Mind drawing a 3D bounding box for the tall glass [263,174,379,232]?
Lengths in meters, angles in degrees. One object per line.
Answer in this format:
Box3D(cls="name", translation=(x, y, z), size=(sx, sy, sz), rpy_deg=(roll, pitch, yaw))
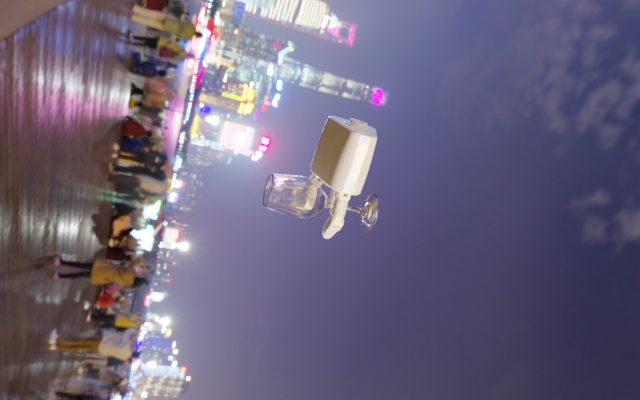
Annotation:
Box3D(cls="tall glass", translation=(0.001, 0.003, 0.866), size=(0.201, 0.079, 0.079), rpy_deg=(12, -4, -17))
